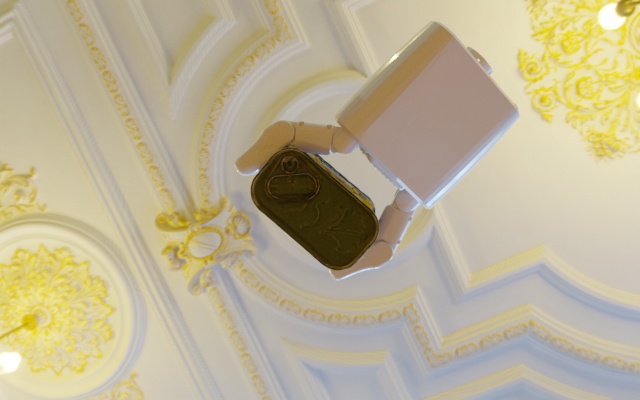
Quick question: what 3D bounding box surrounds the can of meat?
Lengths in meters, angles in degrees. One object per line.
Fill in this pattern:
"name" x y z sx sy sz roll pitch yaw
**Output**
"can of meat" 0.000 0.001 0.402 0.102 0.057 0.084 41 11 0
